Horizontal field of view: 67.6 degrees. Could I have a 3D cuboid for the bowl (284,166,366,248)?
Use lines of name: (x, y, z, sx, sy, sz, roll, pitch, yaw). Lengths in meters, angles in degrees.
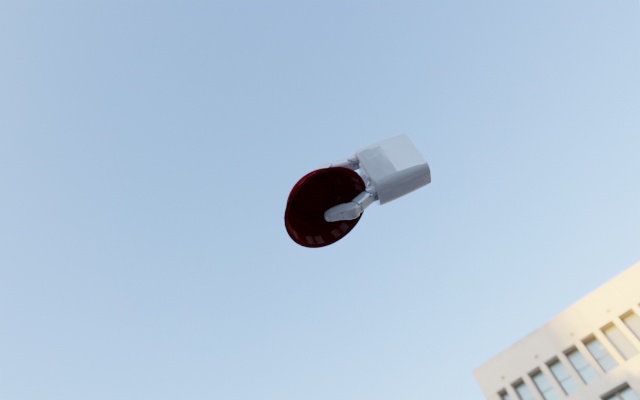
bowl: (-0.001, 0.003, 0.840, 0.162, 0.162, 0.055, 0, 29, -32)
